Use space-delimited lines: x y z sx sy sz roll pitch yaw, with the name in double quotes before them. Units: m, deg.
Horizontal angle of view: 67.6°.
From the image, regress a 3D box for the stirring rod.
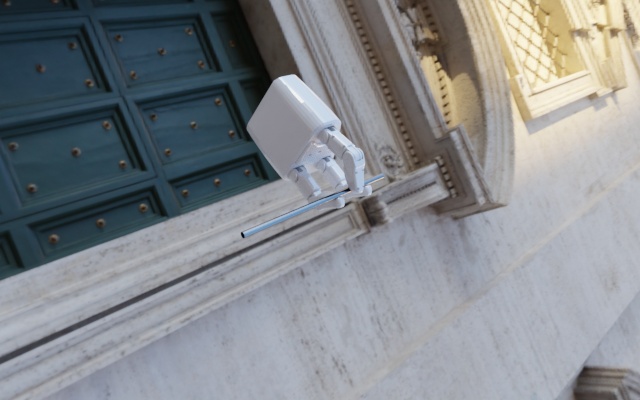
"stirring rod" 0.000 0.002 0.612 0.239 0.011 0.011 -23 14 -37
